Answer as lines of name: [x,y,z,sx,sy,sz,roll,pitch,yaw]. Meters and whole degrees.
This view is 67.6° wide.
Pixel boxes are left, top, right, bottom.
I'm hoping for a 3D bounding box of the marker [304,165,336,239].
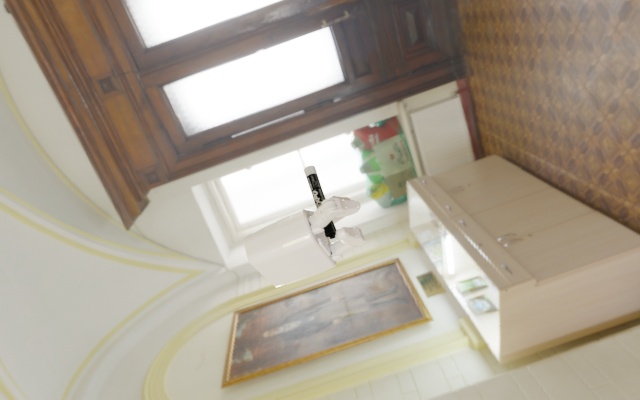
marker: [0.000,0.002,0.715,0.020,0.121,0.020,-15,-25,-7]
